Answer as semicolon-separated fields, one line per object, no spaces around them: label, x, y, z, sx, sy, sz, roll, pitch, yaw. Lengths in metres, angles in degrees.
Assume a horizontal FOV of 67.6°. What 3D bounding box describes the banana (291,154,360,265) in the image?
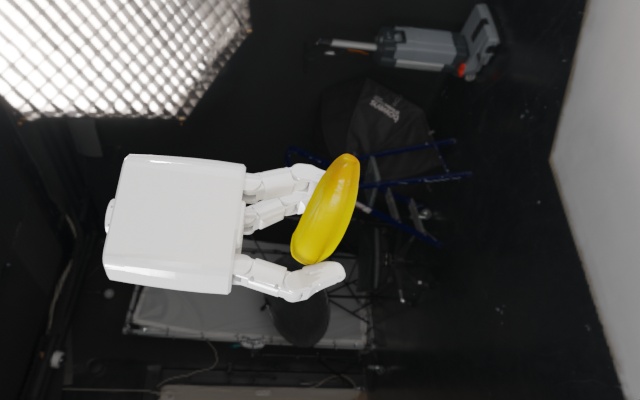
banana;-0.003;0.020;0.419;0.037;0.069;0.198;9;-14;-7
